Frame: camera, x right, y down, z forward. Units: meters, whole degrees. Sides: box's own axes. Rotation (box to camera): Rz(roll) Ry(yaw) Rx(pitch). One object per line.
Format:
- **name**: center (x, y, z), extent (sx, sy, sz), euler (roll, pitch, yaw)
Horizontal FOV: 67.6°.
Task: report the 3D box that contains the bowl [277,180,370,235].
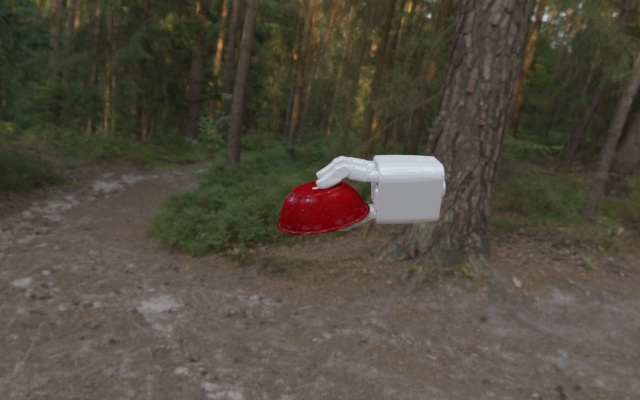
- **bowl**: center (-0.001, 0.003, 0.804), extent (0.162, 0.055, 0.162), euler (-10, 17, 3)
